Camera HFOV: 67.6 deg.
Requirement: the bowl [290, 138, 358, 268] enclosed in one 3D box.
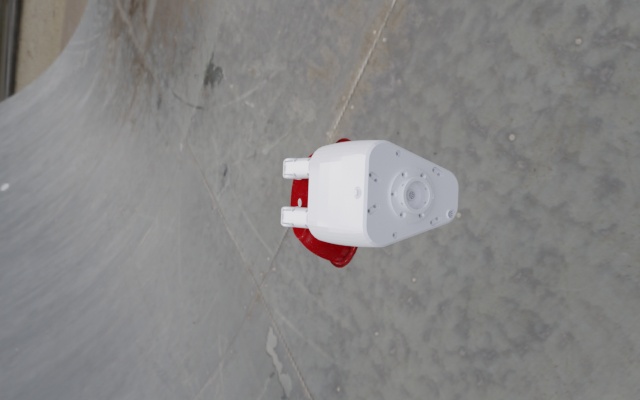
[{"bbox_3d":[-0.001,0.002,0.591,0.055,0.162,0.162,2,-1,-17],"label":"bowl"}]
